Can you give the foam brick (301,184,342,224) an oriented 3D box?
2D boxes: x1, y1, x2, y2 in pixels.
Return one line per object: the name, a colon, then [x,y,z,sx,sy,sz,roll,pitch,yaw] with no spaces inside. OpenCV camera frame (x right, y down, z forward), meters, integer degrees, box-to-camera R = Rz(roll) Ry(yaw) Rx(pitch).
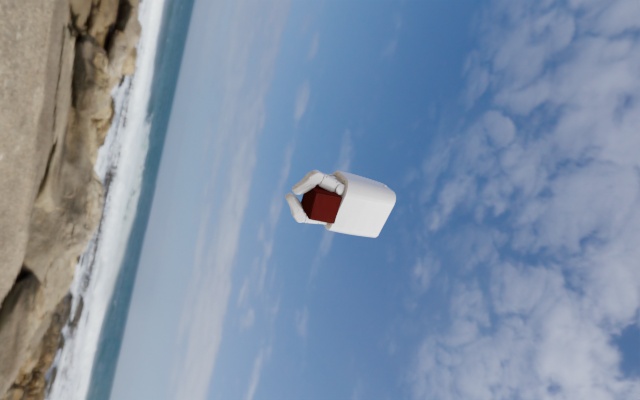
foam brick: [0.000,0.003,0.879,0.051,0.053,0.078,13,15,-18]
